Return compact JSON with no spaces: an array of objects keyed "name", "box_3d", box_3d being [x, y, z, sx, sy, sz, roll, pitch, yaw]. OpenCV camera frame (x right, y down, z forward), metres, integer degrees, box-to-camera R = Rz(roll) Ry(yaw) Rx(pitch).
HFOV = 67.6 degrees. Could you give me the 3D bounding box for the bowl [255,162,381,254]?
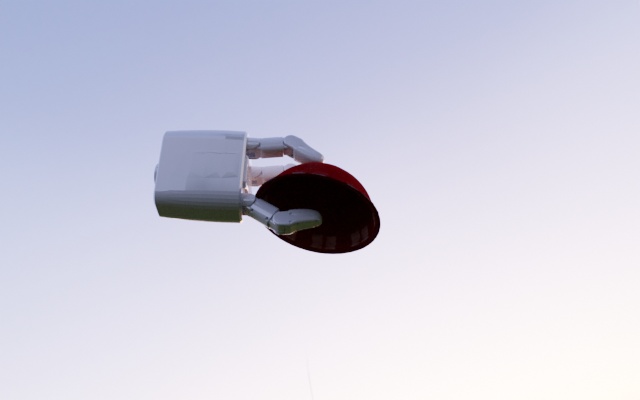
[{"name":"bowl","box_3d":[0.001,0.002,0.612,0.162,0.055,0.162,9,-38,8]}]
